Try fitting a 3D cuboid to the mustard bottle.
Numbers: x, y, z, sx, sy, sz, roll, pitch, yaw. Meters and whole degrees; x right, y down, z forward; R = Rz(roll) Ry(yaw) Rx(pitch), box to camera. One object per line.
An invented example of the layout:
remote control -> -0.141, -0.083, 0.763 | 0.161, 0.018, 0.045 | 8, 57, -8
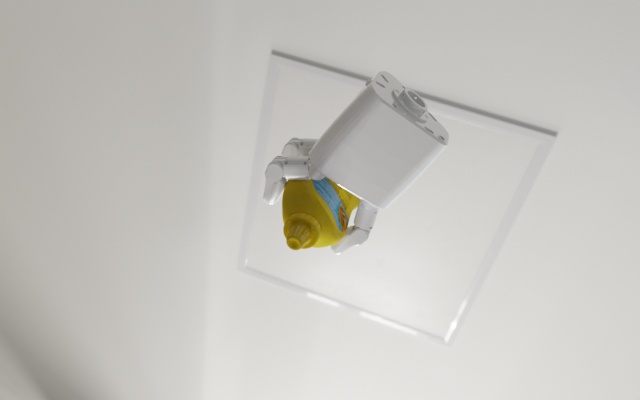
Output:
mustard bottle -> 0.000, 0.002, 0.581 | 0.058, 0.096, 0.191 | -20, 19, 26
